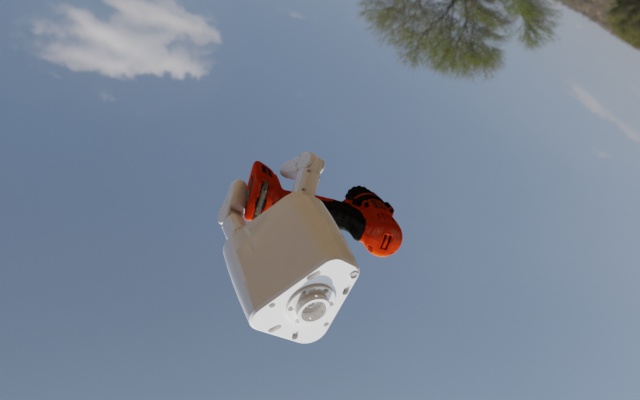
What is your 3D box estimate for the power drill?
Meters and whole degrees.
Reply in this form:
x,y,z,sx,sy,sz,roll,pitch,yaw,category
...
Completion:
x,y,z,sx,sy,sz,roll,pitch,yaw,category
0.000,0.002,0.609,0.187,0.057,0.184,13,14,-11,power drill
